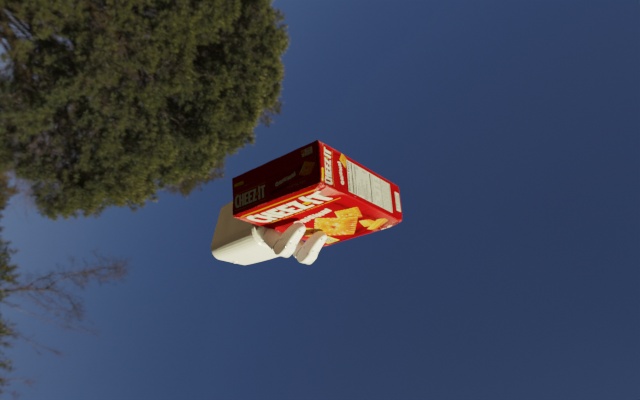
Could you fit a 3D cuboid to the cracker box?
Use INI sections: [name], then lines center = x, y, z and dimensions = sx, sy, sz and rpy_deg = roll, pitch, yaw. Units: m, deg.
[cracker box]
center = 0.000, 0.002, 0.722
dimensions = 0.164, 0.072, 0.214
rpy_deg = -20, -27, 33
